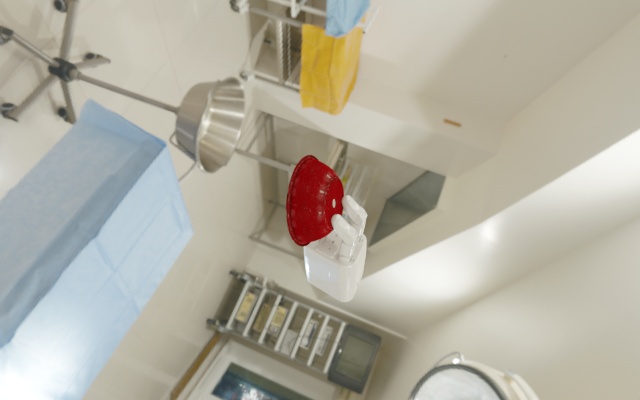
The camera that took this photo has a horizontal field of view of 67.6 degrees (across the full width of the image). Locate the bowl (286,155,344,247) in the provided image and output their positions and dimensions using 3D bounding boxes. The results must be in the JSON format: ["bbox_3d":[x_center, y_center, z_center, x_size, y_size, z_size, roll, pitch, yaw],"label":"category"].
[{"bbox_3d":[0.000,0.002,0.827,0.055,0.162,0.162,5,2,23],"label":"bowl"}]
